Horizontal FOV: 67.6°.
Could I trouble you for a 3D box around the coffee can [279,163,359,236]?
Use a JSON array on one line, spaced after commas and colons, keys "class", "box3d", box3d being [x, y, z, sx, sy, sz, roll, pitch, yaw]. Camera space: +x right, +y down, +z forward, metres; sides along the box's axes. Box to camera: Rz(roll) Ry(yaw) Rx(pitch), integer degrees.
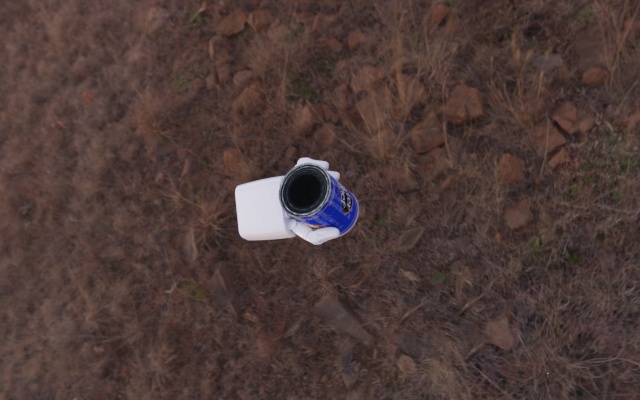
[{"class": "coffee can", "box3d": [0.000, 0.003, 0.890, 0.103, 0.102, 0.140, 0, -18, 26]}]
